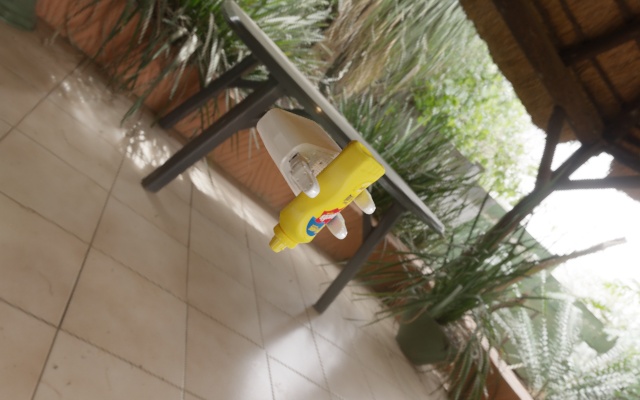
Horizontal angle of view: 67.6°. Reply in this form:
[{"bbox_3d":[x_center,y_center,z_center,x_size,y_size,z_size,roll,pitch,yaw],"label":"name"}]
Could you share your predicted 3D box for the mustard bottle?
[{"bbox_3d":[0.000,0.002,0.662,0.191,0.058,0.096,-43,-14,11],"label":"mustard bottle"}]
